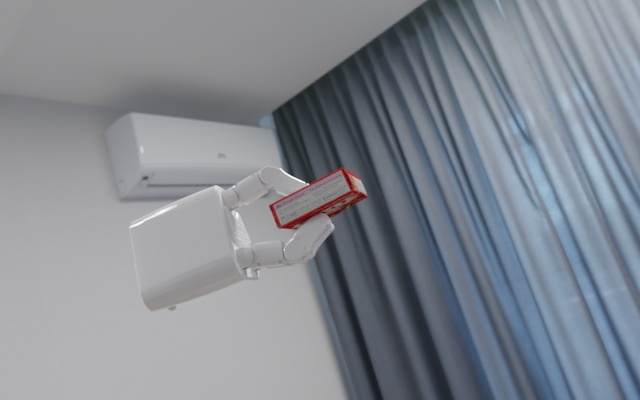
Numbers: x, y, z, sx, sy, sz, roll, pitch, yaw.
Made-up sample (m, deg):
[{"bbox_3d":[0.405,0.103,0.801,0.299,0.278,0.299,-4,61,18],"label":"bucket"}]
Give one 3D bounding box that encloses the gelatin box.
[{"bbox_3d":[0.000,0.001,0.509,0.089,0.030,0.073,-28,-12,13],"label":"gelatin box"}]
